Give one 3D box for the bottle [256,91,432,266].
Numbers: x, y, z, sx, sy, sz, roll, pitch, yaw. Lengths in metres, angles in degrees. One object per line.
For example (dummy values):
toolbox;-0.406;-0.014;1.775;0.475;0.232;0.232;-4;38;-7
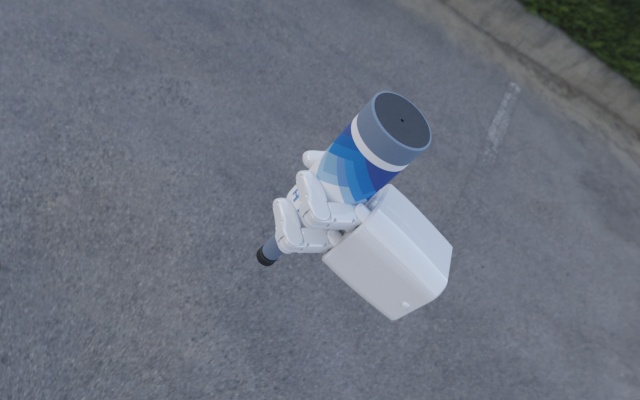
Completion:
bottle;0.000;0.002;0.528;0.069;0.069;0.296;0;-30;-35
